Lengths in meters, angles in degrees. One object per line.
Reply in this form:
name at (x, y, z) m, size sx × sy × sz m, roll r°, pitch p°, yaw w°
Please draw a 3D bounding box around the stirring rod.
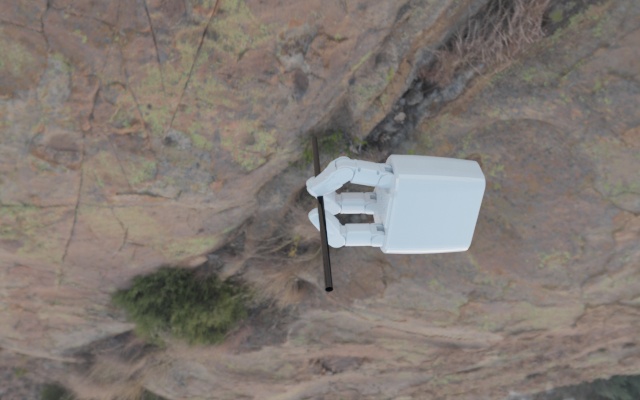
stirring rod at (0.000, 0.002, 0.544) m, size 0.011 × 0.011 × 0.239 m, roll 0°, pitch 44°, yaw -6°
